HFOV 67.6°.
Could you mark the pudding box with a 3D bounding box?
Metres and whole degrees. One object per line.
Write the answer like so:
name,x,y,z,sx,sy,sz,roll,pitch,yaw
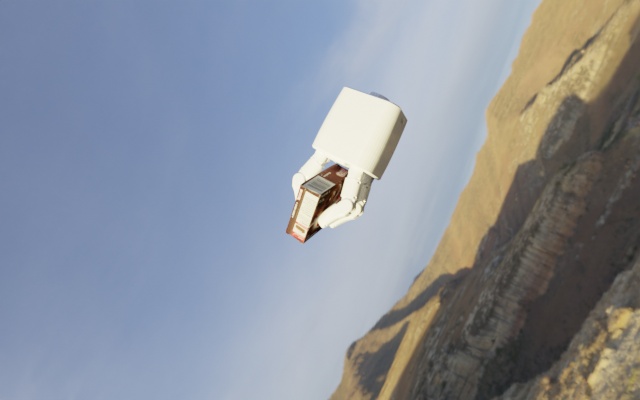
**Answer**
pudding box,0.000,0.002,0.726,0.039,0.090,0.113,30,32,19
